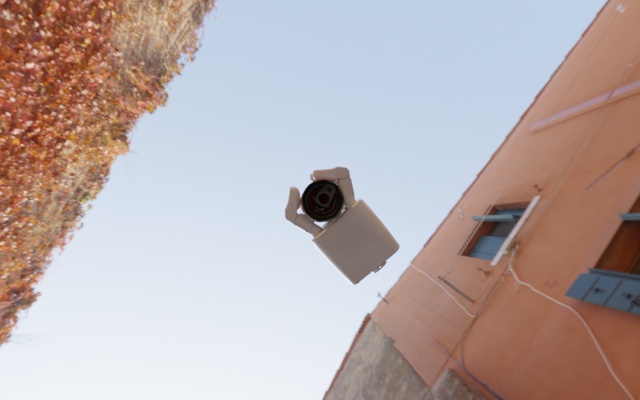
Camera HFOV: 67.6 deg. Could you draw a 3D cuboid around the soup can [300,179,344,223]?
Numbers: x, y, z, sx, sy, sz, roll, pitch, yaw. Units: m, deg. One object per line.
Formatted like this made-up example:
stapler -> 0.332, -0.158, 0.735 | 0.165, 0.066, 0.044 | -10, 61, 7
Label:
soup can -> 0.000, 0.002, 0.800 | 0.068, 0.068, 0.102 | 0, -3, -4
